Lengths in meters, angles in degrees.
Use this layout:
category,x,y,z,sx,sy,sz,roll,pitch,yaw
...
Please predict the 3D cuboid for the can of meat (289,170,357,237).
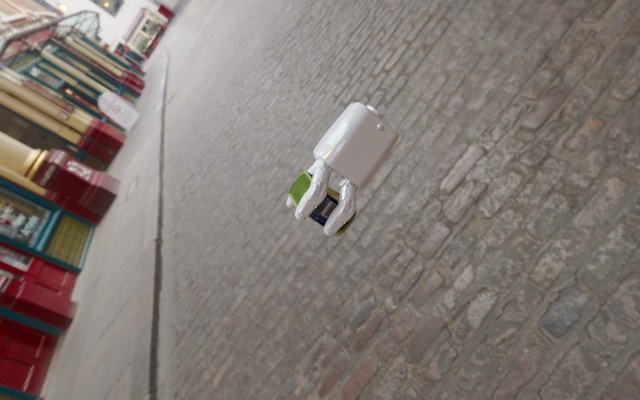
category,x,y,z,sx,sy,sz,roll,pitch,yaw
can of meat,0.000,0.002,0.783,0.084,0.057,0.102,34,9,-26
